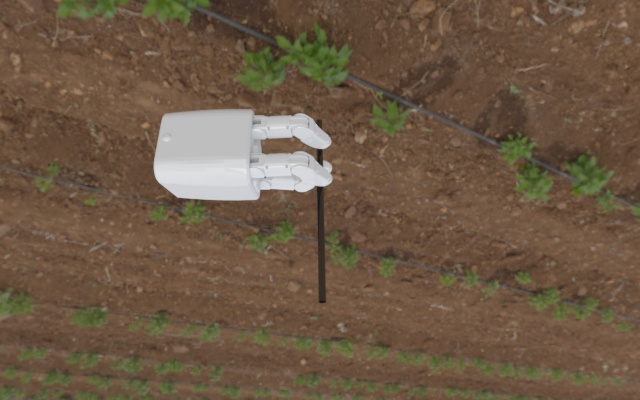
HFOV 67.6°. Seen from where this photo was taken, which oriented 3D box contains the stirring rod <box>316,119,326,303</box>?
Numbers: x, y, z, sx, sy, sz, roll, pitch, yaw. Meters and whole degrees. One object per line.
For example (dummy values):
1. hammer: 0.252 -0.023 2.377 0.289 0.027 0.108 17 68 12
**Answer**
1. stirring rod: 0.000 0.002 0.559 0.011 0.239 0.011 -1 -30 0
